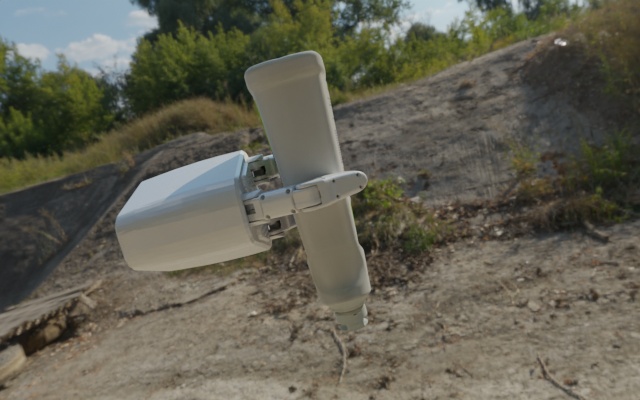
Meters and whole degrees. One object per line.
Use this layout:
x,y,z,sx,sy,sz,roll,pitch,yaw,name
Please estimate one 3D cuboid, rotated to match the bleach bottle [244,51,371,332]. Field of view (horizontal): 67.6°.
0.000,0.001,0.438,0.068,0.251,0.102,-15,7,2,bleach bottle
